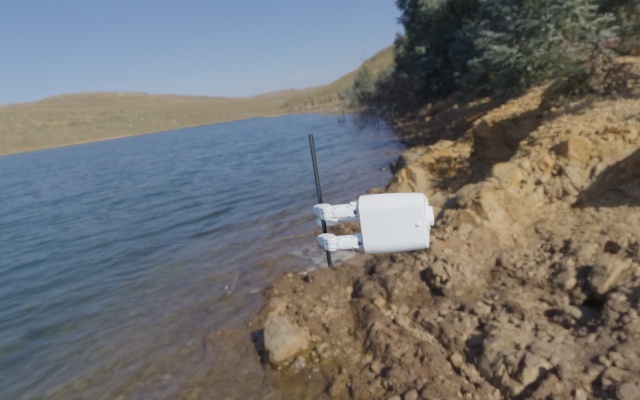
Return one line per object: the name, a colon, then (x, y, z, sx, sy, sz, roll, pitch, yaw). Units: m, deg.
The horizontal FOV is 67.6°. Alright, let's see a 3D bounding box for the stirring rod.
stirring rod: (0.000, 0.003, 0.846, 0.011, 0.239, 0.011, -8, 11, 2)
